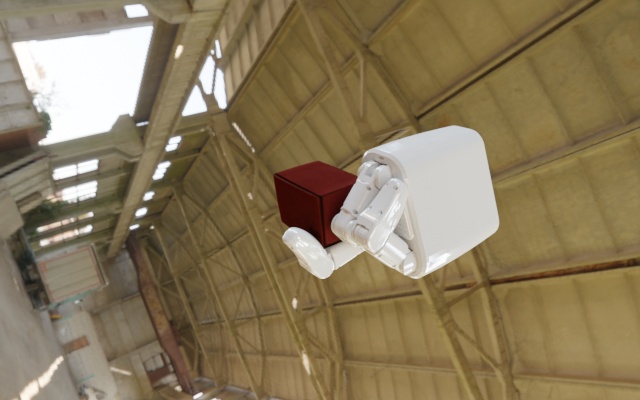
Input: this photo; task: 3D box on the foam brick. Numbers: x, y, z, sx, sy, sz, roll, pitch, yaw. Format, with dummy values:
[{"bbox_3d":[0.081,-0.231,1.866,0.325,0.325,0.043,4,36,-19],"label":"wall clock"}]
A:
[{"bbox_3d":[0.000,0.001,0.444,0.051,0.053,0.078,-21,29,-29],"label":"foam brick"}]
